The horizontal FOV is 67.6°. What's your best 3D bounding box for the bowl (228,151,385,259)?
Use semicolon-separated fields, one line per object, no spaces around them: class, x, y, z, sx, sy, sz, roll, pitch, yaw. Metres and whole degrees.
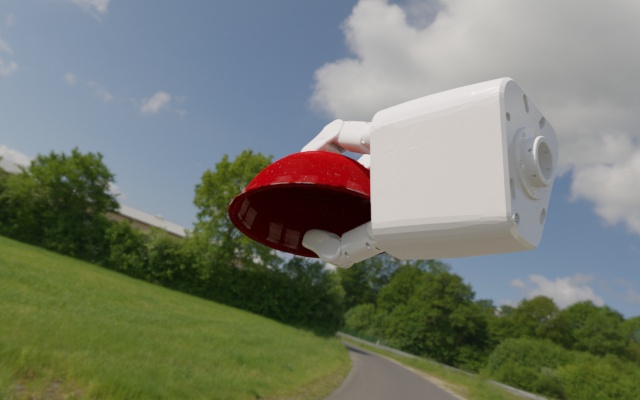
bowl;-0.001;0.001;0.442;0.162;0.055;0.162;5;-27;3
